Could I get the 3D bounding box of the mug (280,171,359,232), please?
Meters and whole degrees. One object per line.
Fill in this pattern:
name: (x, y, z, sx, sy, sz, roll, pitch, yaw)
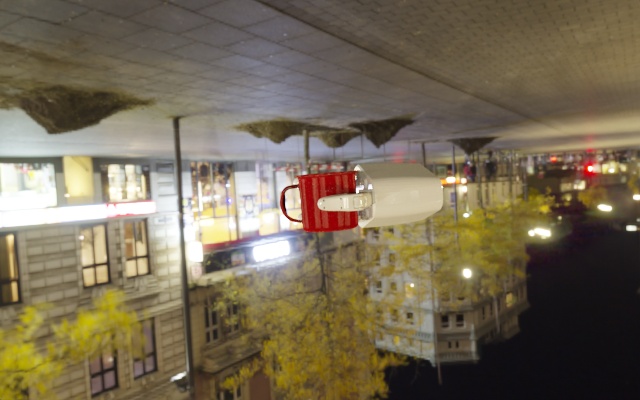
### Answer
mug: (-0.001, 0.003, 0.687, 0.117, 0.081, 0.093, -5, 2, -7)
